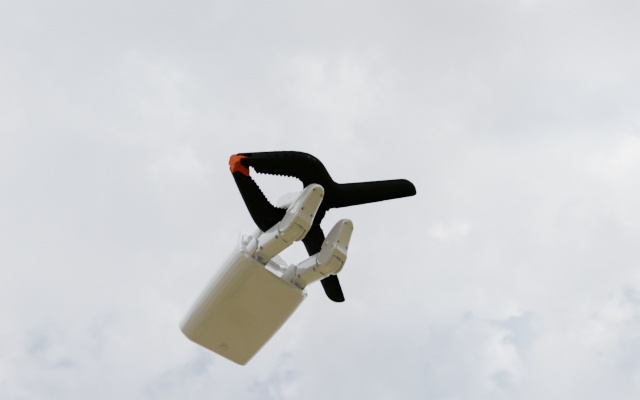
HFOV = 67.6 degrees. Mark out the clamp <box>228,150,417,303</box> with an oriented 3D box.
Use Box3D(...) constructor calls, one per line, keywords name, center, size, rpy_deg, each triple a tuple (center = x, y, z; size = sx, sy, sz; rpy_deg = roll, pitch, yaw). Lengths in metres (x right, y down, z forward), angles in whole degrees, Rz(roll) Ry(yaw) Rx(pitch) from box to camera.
Box3D(name="clamp", center=(-0.001, 0.001, 0.512), size=(0.210, 0.164, 0.036), rpy_deg=(38, 1, -28))
